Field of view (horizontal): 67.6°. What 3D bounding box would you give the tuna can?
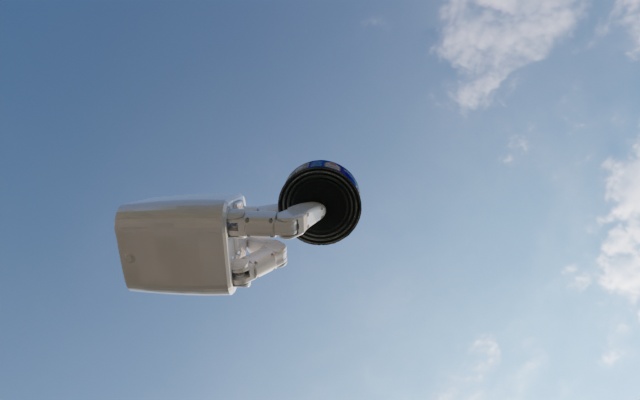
[{"bbox_3d":[0.000,0.001,0.502,0.086,0.086,0.033,0,20,4],"label":"tuna can"}]
